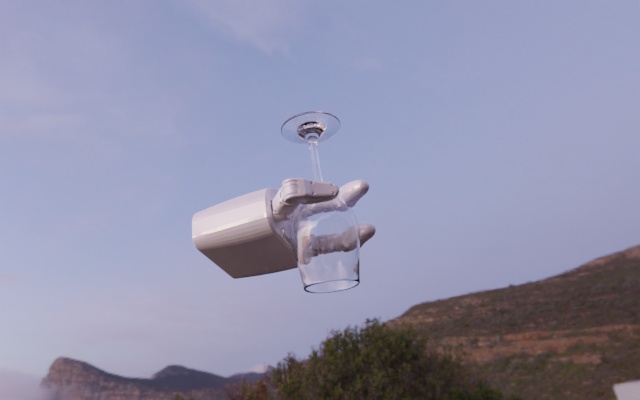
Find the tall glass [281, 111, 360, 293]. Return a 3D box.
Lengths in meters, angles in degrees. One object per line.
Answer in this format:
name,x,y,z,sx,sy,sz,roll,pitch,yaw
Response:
tall glass,0.000,0.001,0.553,0.079,0.201,0.079,-7,-22,-3
